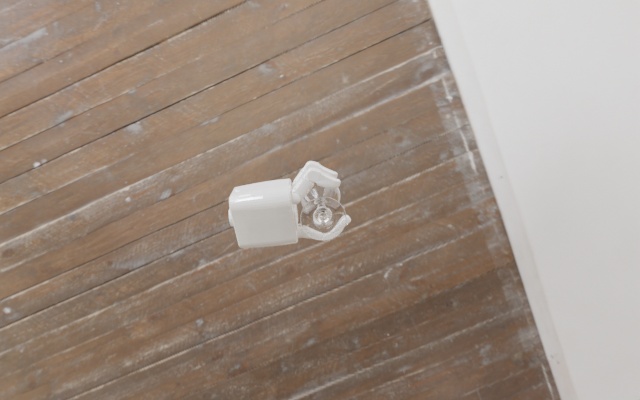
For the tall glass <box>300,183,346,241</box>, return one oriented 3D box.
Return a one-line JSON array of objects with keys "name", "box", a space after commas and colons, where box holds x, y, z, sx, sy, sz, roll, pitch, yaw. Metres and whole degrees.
[{"name": "tall glass", "box": [0.000, 0.003, 0.861, 0.079, 0.079, 0.201, 0, 16, -2]}]
